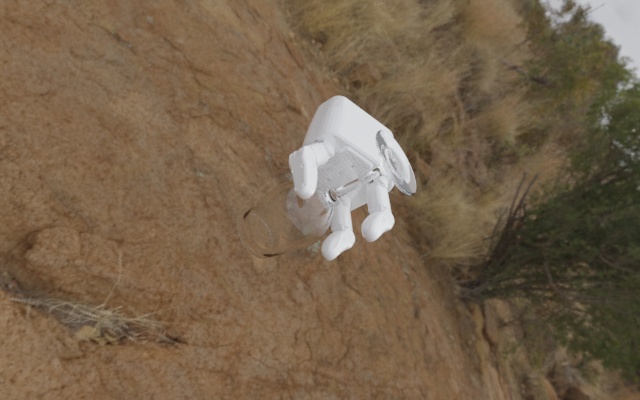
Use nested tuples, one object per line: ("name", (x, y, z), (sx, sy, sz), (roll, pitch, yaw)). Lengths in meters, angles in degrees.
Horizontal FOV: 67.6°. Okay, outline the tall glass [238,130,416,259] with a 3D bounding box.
("tall glass", (0.001, 0.002, 0.531), (0.201, 0.079, 0.079), (-28, -14, 28))
